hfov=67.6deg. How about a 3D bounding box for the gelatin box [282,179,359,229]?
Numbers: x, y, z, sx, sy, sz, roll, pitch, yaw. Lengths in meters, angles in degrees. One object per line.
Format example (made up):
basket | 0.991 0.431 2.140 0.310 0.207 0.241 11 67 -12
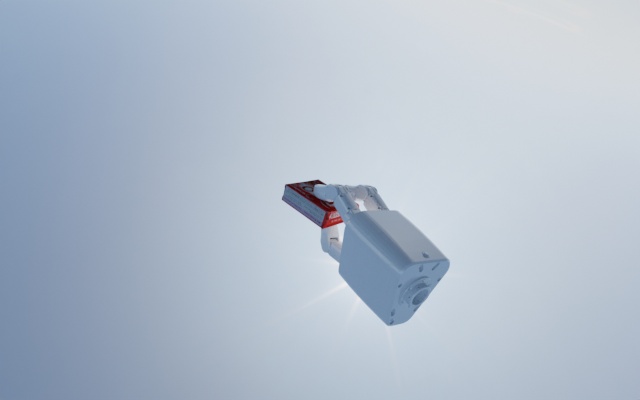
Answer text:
gelatin box | 0.000 0.003 0.697 0.089 0.030 0.073 33 28 33
